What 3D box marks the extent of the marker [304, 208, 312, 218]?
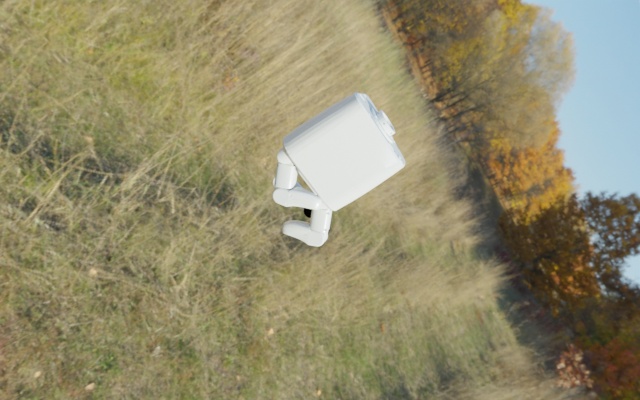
[{"bbox_3d":[0.000,0.002,0.673,0.020,0.020,0.121,0,12,15],"label":"marker"}]
